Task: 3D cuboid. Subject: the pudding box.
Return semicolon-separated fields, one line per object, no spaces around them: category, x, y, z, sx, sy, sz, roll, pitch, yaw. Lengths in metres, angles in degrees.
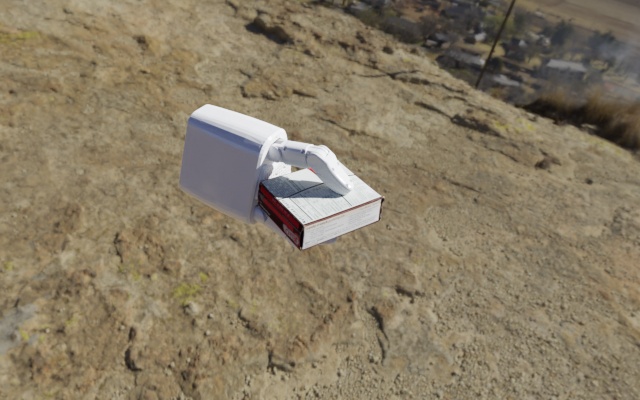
pudding box;0.000;0.002;0.532;0.113;0.039;0.090;-20;45;-30
